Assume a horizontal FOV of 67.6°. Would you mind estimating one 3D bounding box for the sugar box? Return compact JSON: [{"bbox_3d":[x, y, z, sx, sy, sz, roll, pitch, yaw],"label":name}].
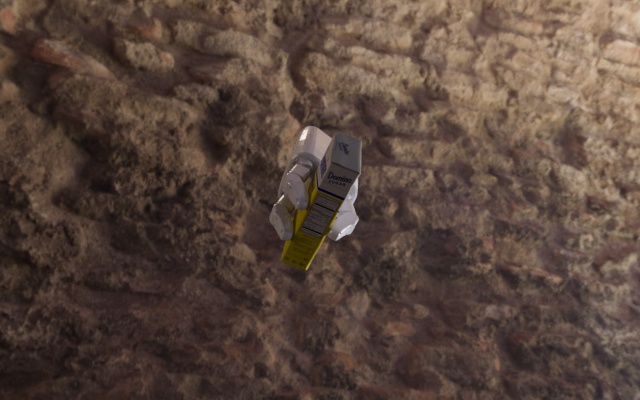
[{"bbox_3d":[0.000,0.002,0.650,0.048,0.176,0.093,20,32,-7],"label":"sugar box"}]
